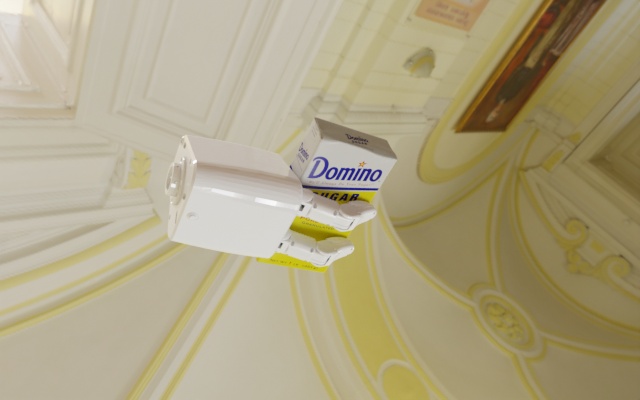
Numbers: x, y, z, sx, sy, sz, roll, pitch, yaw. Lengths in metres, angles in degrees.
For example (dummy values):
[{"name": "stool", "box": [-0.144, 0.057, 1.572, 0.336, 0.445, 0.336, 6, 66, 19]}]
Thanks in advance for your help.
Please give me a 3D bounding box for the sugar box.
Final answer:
[{"name": "sugar box", "box": [0.000, 0.002, 0.531, 0.093, 0.176, 0.048, 12, 37, -26]}]
